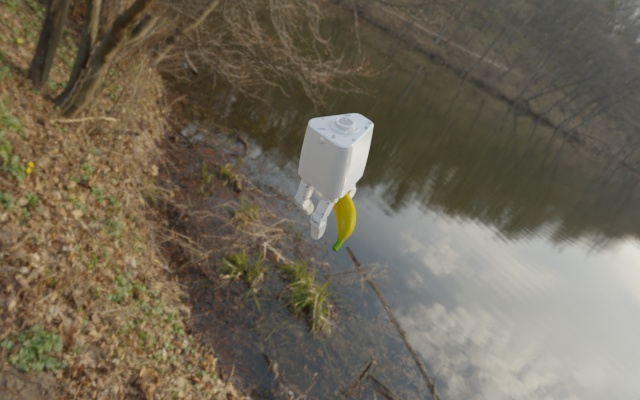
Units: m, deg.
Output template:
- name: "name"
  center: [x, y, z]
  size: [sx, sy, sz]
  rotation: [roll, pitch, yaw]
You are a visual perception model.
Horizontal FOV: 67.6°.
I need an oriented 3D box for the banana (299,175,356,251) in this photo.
- name: "banana"
  center: [0.019, -0.002, 0.880]
  size: [0.069, 0.197, 0.037]
  rotation: [-22, -38, -3]
